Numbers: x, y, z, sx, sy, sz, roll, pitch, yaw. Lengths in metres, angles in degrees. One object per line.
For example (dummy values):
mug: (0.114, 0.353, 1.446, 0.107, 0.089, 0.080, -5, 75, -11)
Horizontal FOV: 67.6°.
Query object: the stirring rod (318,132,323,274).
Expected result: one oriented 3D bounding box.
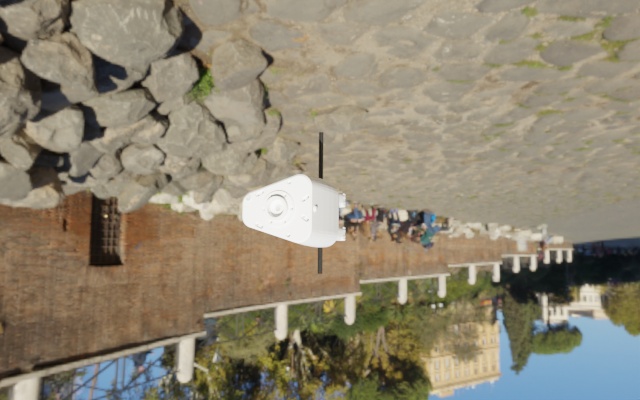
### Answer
stirring rod: (0.000, 0.003, 0.810, 0.011, 0.239, 0.011, 1, -6, 0)
